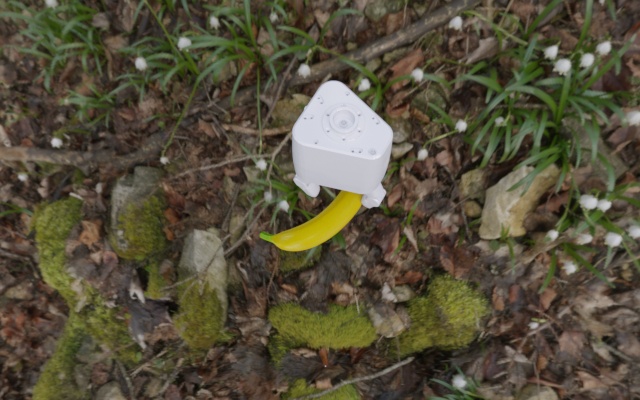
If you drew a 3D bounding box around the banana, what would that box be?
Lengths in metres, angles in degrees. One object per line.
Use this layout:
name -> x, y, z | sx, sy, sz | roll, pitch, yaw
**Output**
banana -> 0.008, 0.019, 0.706 | 0.198, 0.069, 0.037 | -33, -16, -10
